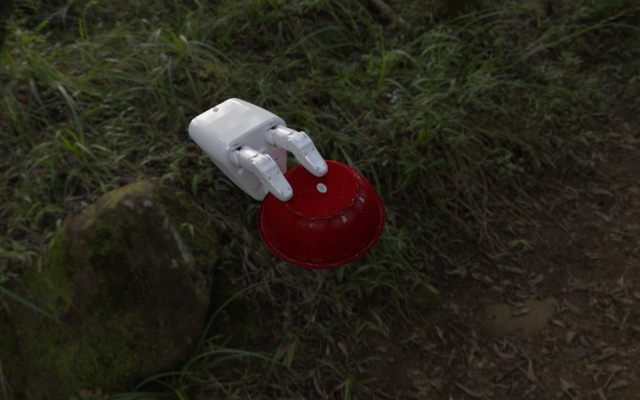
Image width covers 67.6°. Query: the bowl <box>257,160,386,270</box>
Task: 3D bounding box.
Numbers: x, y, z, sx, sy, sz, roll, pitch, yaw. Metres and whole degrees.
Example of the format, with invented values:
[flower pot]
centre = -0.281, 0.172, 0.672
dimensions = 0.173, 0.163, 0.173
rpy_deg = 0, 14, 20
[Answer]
[bowl]
centre = 0.001, 0.002, 0.583
dimensions = 0.162, 0.162, 0.055
rpy_deg = 0, -39, 3
